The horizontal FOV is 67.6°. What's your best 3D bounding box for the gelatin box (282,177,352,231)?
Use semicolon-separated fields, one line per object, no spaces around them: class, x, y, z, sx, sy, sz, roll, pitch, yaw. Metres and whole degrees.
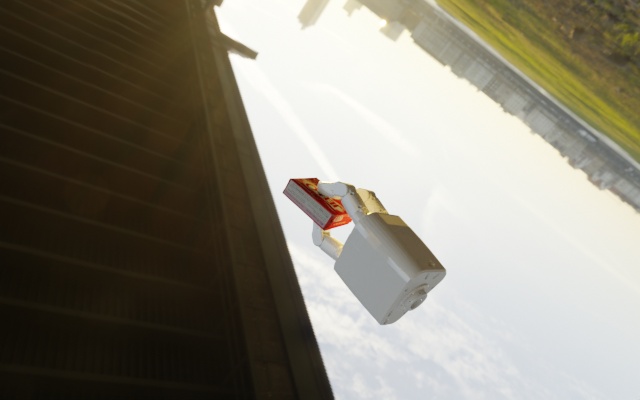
gelatin box;0.000;0.002;0.689;0.089;0.030;0.073;40;22;21
